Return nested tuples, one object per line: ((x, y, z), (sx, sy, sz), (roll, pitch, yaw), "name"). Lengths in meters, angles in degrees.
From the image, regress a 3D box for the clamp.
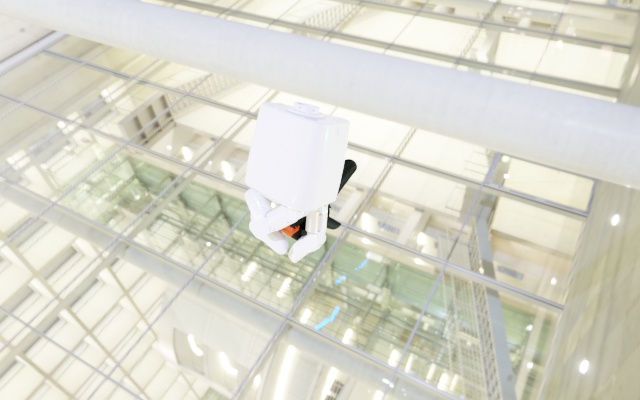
((-0.001, 0.002, 0.681), (0.039, 0.120, 0.171), (20, 18, 23), "clamp")
